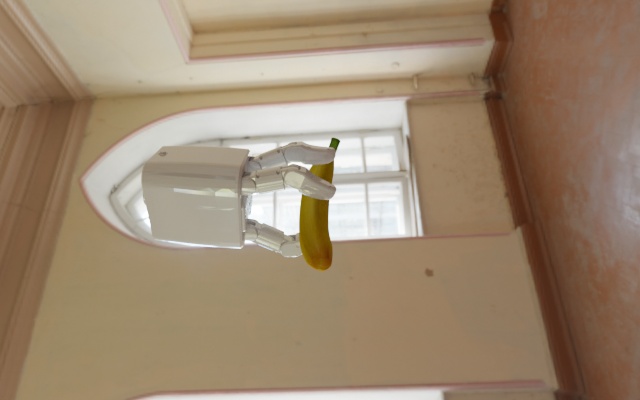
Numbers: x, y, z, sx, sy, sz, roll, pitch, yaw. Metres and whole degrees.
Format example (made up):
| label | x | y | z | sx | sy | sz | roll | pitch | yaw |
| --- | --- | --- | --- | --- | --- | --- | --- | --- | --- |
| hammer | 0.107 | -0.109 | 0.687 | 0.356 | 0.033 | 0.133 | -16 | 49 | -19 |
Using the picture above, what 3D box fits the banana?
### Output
| label | x | y | z | sx | sy | sz | roll | pitch | yaw |
| --- | --- | --- | --- | --- | --- | --- | --- | --- | --- |
| banana | -0.004 | 0.011 | 0.557 | 0.037 | 0.197 | 0.070 | 11 | -43 | -8 |
